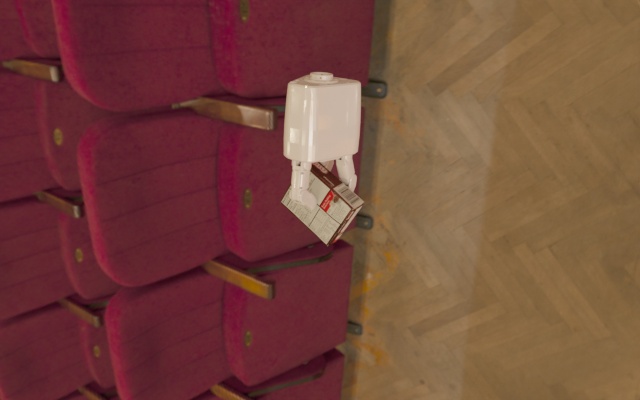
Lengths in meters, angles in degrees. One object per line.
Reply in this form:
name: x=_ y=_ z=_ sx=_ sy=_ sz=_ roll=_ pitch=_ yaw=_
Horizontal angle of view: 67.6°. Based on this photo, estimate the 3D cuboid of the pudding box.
pudding box: x=0.000 y=0.002 z=0.757 sx=0.113 sy=0.090 sz=0.039 roll=43 pitch=37 yaw=15
